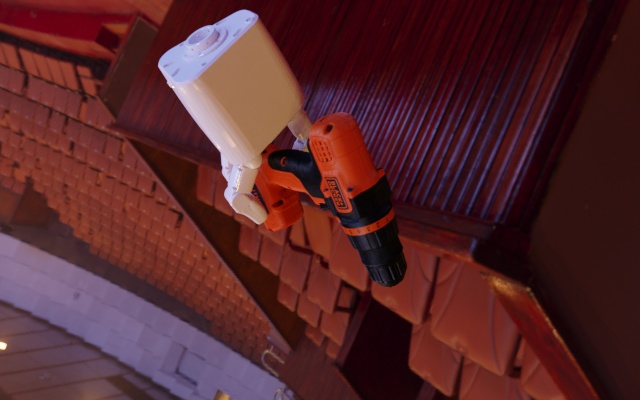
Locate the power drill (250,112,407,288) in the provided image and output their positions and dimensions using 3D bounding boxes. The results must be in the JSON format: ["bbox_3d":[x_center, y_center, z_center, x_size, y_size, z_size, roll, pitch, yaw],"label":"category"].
[{"bbox_3d":[0.000,0.001,0.513,0.057,0.184,0.187,-34,22,-33],"label":"power drill"}]
